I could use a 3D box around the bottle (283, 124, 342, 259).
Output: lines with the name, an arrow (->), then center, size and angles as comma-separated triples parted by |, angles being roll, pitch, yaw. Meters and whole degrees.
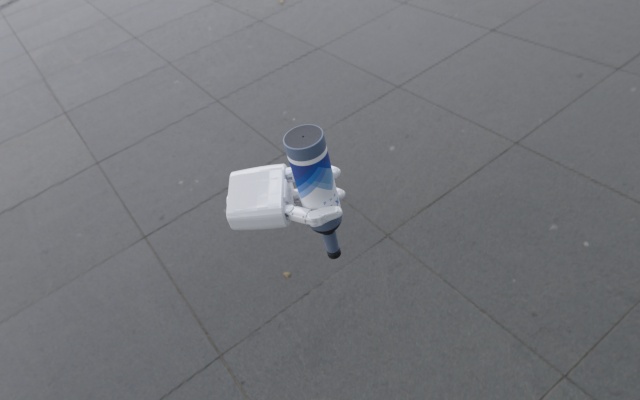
bottle -> 0.000, 0.003, 0.858 | 0.069, 0.296, 0.069 | -8, 43, 8
